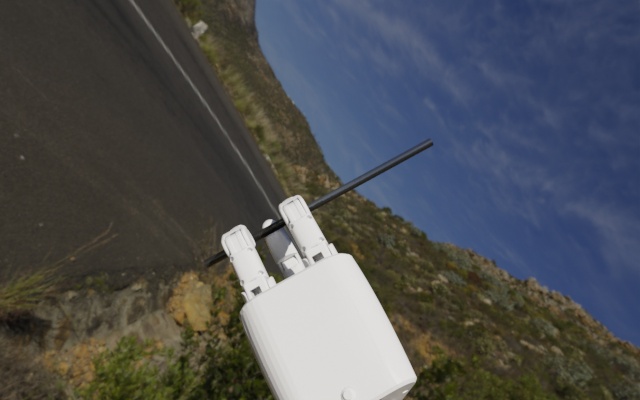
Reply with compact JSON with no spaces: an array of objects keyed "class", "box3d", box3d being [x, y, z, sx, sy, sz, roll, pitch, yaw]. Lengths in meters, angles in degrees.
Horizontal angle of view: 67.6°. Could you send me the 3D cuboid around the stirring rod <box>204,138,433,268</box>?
[{"class":"stirring rod","box3d":[0.000,0.002,0.447,0.239,0.011,0.011,-29,2,-4]}]
